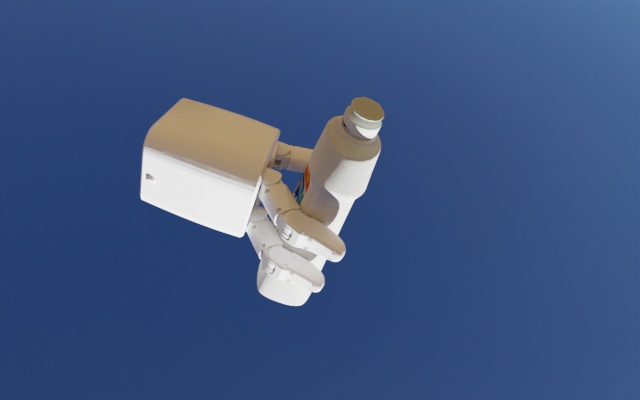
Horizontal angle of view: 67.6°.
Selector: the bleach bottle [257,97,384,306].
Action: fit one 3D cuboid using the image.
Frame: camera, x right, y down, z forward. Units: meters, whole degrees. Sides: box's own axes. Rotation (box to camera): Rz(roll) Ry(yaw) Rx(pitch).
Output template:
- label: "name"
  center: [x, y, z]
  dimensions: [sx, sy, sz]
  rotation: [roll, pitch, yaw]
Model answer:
- label: "bleach bottle"
  center: [0.000, 0.002, 0.468]
  dimensions: [0.068, 0.102, 0.251]
  rotation: [19, -44, -6]
